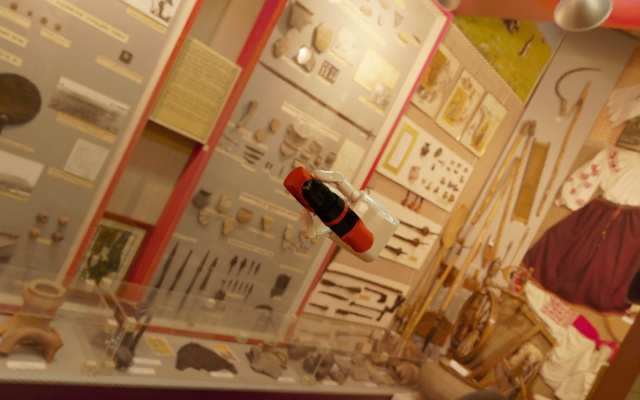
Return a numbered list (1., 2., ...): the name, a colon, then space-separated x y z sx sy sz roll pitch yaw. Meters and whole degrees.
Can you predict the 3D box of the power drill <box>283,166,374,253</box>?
1. power drill: 0.000 0.003 0.865 0.184 0.057 0.187 48 -3 -34
